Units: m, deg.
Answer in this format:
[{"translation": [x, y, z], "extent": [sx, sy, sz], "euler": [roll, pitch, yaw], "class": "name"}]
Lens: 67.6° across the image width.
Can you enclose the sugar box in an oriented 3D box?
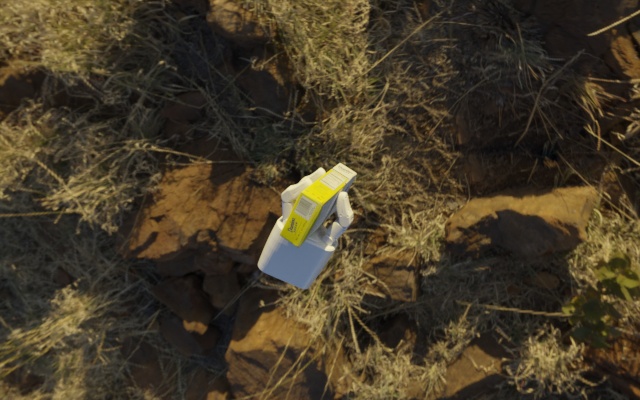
[{"translation": [0.000, 0.003, 0.823], "extent": [0.048, 0.093, 0.176], "euler": [32, 27, 6], "class": "sugar box"}]
